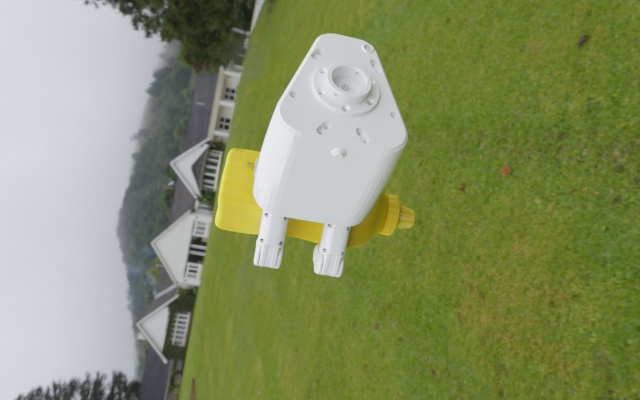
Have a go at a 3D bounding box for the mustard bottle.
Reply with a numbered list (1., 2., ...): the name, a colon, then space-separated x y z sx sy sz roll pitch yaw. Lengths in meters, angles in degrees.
1. mustard bottle: 0.000 0.002 0.466 0.191 0.058 0.096 10 34 -9
